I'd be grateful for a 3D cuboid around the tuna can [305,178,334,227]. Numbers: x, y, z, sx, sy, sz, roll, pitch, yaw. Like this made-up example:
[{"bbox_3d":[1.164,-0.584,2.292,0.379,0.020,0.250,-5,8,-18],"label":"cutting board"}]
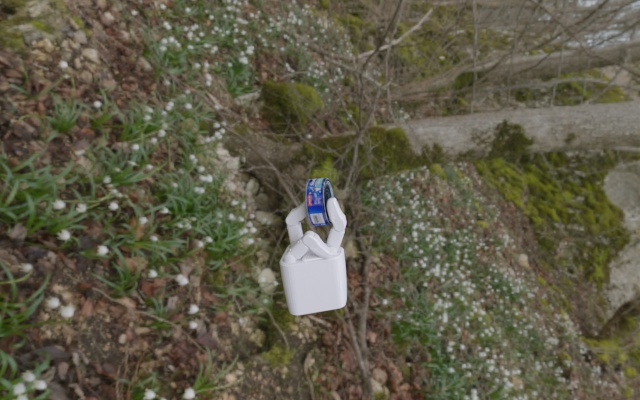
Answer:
[{"bbox_3d":[0.001,0.003,0.853,0.034,0.086,0.086,-5,-1,14],"label":"tuna can"}]
